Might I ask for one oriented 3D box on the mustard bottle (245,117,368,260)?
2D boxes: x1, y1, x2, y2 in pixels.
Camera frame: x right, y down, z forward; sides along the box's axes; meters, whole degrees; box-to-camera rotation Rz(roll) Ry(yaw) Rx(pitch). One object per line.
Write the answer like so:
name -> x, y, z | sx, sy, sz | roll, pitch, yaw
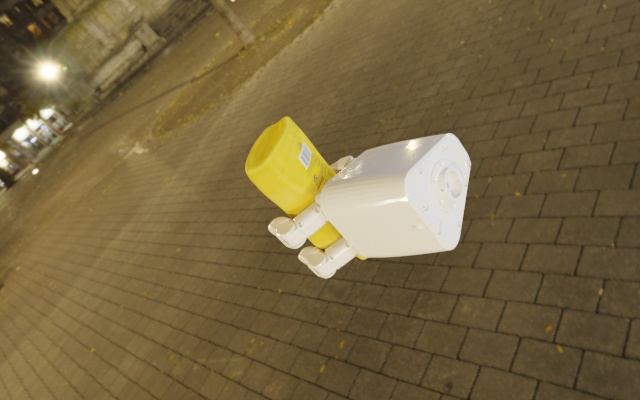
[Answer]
mustard bottle -> 0.000, 0.002, 0.545 | 0.058, 0.192, 0.096 | -27, 30, 27
